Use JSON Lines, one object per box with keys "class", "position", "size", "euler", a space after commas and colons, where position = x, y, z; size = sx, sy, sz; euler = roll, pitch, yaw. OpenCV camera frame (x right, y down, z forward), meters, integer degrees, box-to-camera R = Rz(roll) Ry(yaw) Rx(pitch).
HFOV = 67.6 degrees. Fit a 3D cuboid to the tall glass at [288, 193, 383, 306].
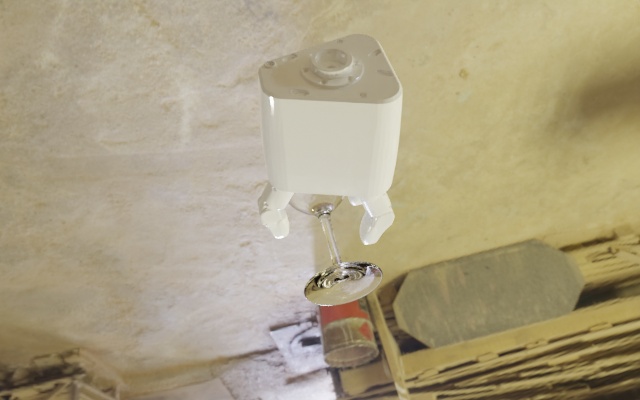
{"class": "tall glass", "position": [0.000, 0.002, 0.496], "size": [0.079, 0.201, 0.079], "euler": [-10, -38, -8]}
